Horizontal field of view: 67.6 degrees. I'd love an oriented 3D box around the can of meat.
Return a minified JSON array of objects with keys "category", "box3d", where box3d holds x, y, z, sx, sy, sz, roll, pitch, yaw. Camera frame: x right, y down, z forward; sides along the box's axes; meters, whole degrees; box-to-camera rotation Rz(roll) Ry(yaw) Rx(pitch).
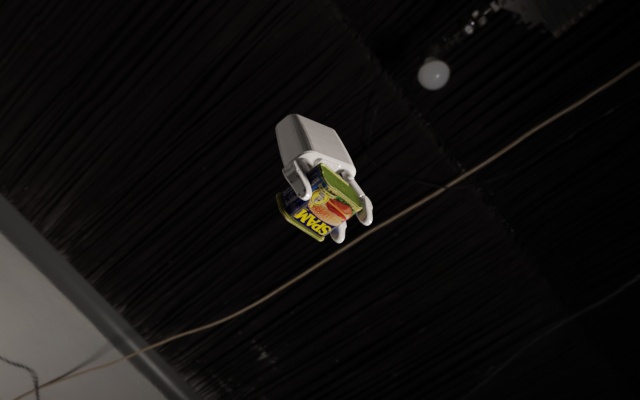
[{"category":"can of meat","box3d":[0.000,0.002,0.708,0.084,0.057,0.102,-38,-48,18]}]
